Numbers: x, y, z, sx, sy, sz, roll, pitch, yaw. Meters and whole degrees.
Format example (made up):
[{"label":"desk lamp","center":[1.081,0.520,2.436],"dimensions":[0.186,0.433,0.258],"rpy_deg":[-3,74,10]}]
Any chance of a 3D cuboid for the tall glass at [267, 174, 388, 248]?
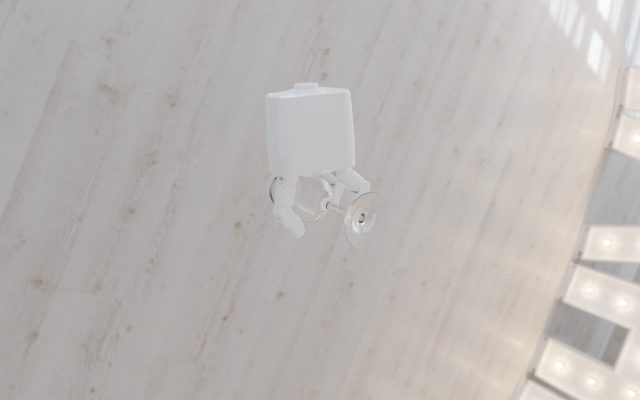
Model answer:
[{"label":"tall glass","center":[0.000,0.003,0.683],"dimensions":[0.079,0.079,0.201],"rpy_deg":[0,13,-38]}]
